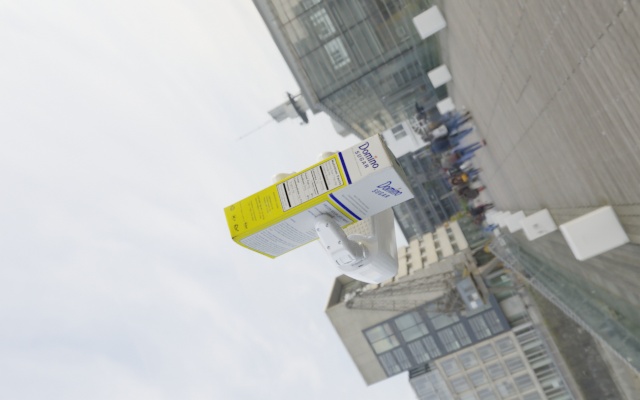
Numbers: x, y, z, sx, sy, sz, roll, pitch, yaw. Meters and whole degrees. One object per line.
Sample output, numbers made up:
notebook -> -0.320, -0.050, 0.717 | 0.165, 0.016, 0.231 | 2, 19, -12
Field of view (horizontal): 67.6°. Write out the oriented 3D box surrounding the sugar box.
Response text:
sugar box -> 0.000, 0.001, 0.492 | 0.176, 0.048, 0.093 | -27, -26, 13
